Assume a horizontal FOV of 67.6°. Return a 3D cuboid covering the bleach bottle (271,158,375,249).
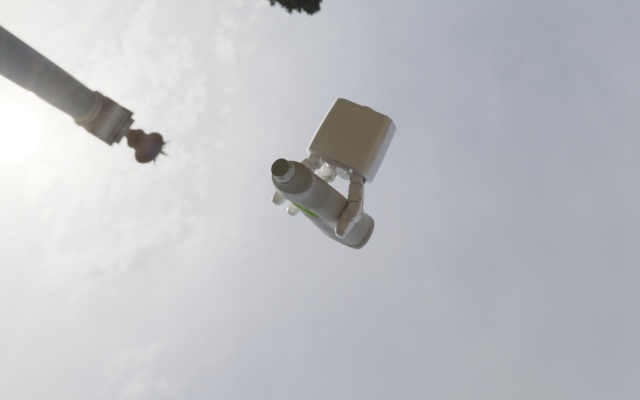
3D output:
[{"bbox_3d":[0.000,0.002,0.756,0.102,0.068,0.251,22,-11,30],"label":"bleach bottle"}]
